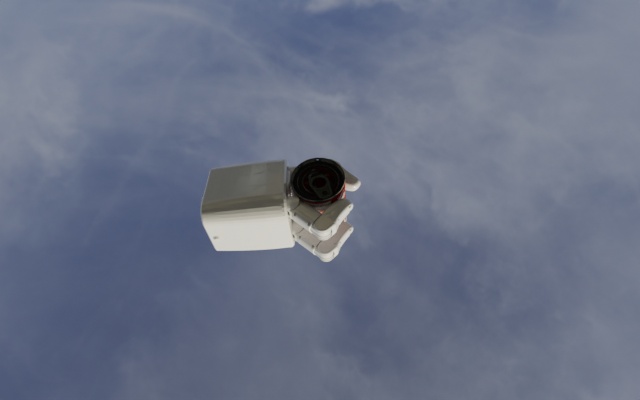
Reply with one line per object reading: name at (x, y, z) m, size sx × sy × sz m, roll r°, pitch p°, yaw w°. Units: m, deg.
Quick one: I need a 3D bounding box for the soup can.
soup can at (0.001, 0.002, 0.629) m, size 0.068 × 0.068 × 0.102 m, roll 0°, pitch -35°, yaw 5°
